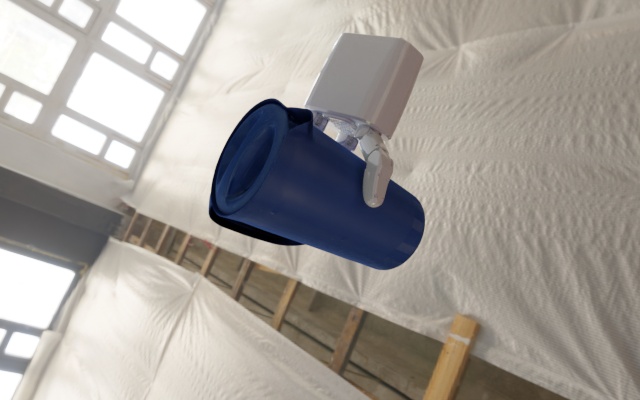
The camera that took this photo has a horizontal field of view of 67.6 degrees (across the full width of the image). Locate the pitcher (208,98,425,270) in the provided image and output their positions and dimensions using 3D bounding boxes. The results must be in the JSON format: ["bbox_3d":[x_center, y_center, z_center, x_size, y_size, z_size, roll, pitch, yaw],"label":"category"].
[{"bbox_3d":[0.000,0.002,0.558,0.243,0.145,0.149,27,-6,-34],"label":"pitcher"}]
